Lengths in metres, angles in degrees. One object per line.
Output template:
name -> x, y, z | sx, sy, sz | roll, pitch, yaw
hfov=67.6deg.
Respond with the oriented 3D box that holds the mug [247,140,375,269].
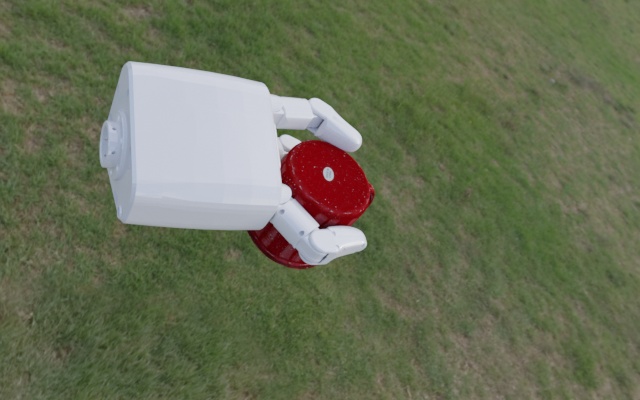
mug -> 0.001, 0.001, 0.431 | 0.117, 0.093, 0.081 | 1, -34, -35
